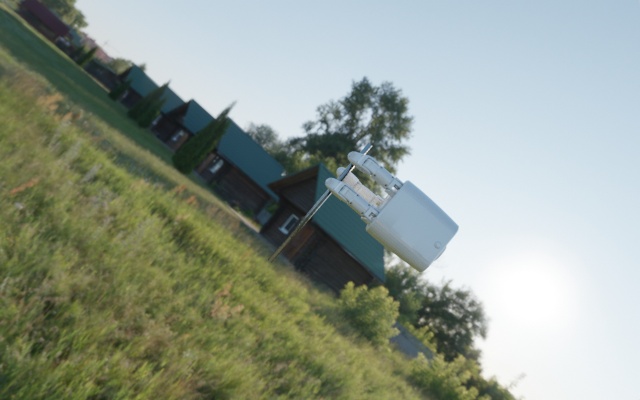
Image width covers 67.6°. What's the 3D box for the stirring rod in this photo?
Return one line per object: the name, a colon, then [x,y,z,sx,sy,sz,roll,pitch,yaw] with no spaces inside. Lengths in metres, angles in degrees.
stirring rod: [0.000,0.003,0.745,0.011,0.239,0.011,40,-5,4]
